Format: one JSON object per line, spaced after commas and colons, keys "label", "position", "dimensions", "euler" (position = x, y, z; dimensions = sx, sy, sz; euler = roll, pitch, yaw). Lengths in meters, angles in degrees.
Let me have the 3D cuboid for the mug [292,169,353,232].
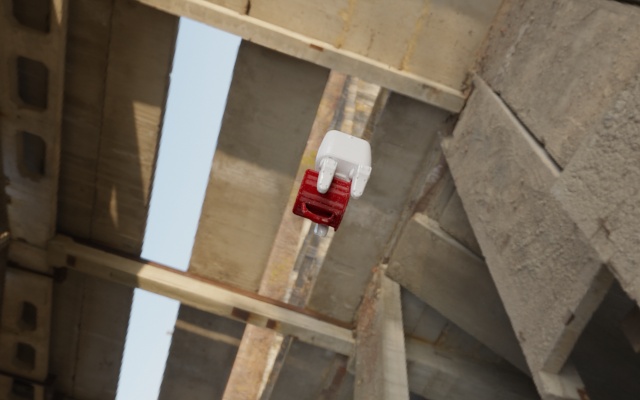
{"label": "mug", "position": [0.000, 0.003, 0.796], "dimensions": [0.081, 0.093, 0.117], "euler": [19, 33, -3]}
